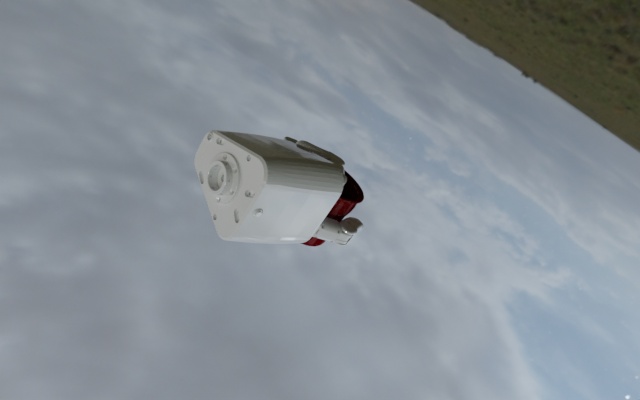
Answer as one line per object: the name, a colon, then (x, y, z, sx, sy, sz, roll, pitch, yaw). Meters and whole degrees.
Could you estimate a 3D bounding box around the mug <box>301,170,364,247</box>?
mug: (0.001, 0.002, 0.592, 0.117, 0.081, 0.093, 6, 37, -48)
